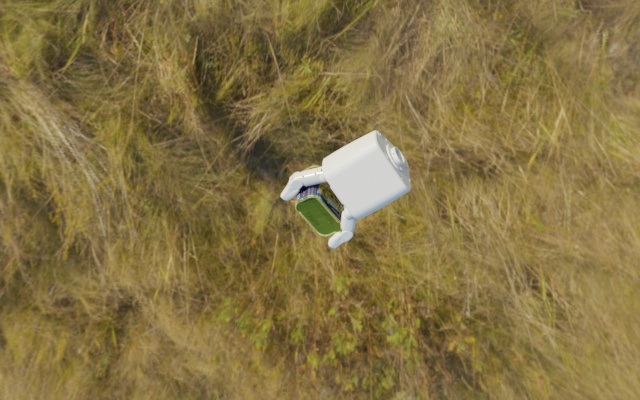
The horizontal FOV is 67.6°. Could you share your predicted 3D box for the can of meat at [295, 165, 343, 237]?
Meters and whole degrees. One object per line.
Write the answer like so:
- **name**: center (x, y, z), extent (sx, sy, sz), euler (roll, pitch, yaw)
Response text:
- **can of meat**: center (0.000, 0.003, 0.855), extent (0.057, 0.083, 0.102), euler (-26, -56, 24)
